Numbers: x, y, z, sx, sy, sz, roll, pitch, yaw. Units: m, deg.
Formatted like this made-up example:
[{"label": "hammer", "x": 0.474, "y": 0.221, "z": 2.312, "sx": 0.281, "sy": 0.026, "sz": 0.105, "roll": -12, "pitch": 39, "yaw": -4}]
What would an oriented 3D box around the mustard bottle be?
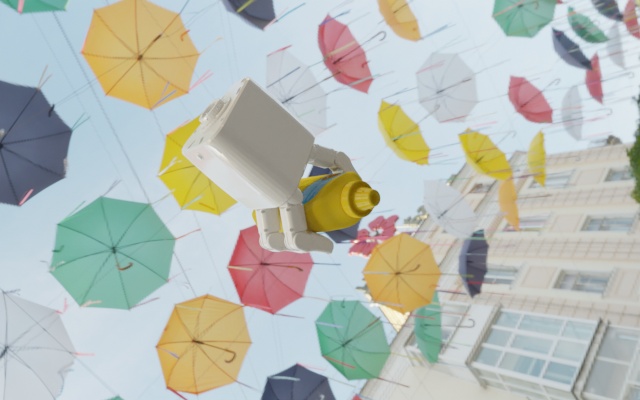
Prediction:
[{"label": "mustard bottle", "x": 0.000, "y": 0.002, "z": 0.579, "sx": 0.096, "sy": 0.058, "sz": 0.191, "roll": -36, "pitch": 18, "yaw": -33}]
